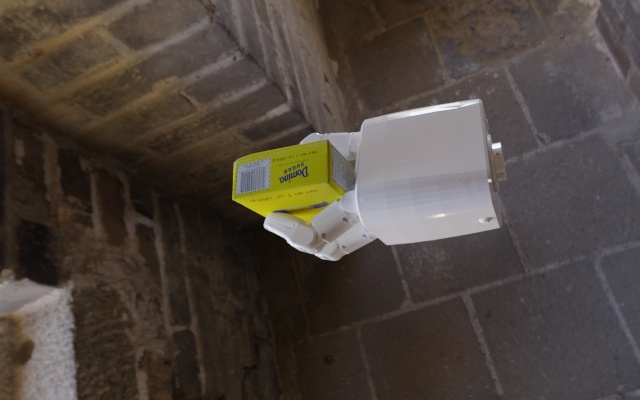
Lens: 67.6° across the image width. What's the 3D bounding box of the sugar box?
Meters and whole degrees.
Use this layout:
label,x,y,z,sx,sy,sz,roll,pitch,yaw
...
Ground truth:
label,x,y,z,sx,sy,sz,roll,pitch,yaw
sugar box,0.000,0.002,0.470,0.093,0.048,0.176,-9,-23,23
